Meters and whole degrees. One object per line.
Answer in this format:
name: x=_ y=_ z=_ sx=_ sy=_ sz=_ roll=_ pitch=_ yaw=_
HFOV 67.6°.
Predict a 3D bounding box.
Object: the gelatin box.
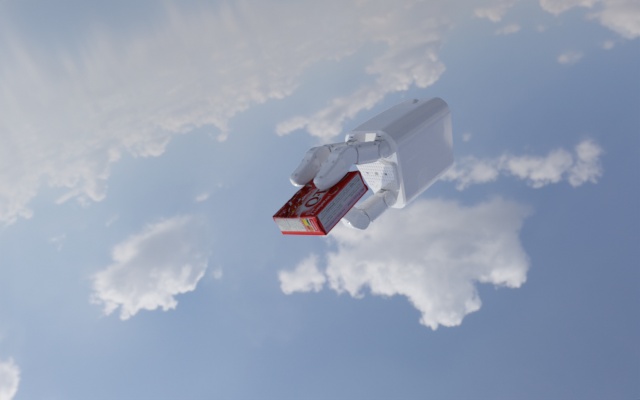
gelatin box: x=0.000 y=0.002 z=0.542 sx=0.073 sy=0.030 sz=0.089 roll=-2 pitch=35 yaw=47
